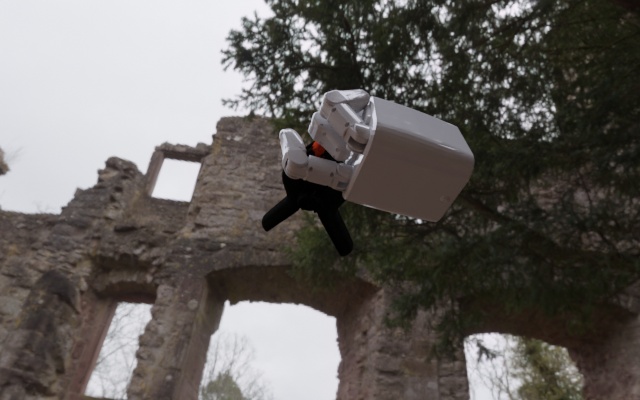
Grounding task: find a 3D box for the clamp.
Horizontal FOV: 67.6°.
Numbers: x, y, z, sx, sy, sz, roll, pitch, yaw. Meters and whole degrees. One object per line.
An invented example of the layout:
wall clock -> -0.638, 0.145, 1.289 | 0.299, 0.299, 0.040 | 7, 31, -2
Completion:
clamp -> 0.000, 0.001, 0.560 | 0.120, 0.039, 0.172 | 19, -41, -4
